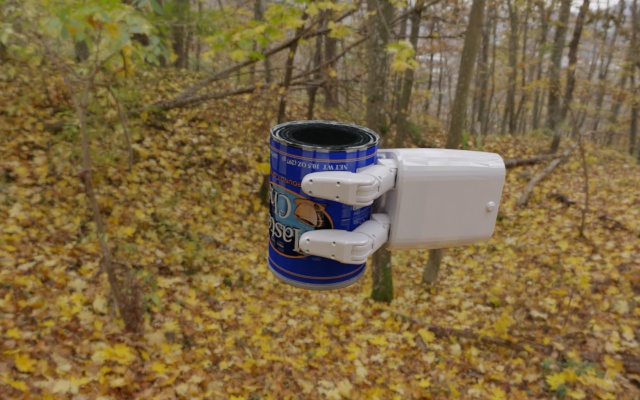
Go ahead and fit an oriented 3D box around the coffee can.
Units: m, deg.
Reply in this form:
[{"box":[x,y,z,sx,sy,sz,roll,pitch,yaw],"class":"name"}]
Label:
[{"box":[0.000,0.002,0.470,0.103,0.140,0.102,3,22,-1],"class":"coffee can"}]
